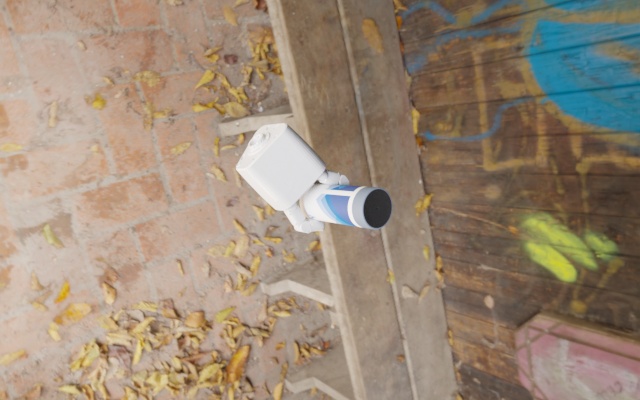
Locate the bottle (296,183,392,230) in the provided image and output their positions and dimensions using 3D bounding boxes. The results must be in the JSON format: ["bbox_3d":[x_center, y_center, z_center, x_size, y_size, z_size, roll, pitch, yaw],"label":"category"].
[{"bbox_3d":[0.000,0.003,0.863,0.069,0.069,0.295,0,4,-38],"label":"bottle"}]
